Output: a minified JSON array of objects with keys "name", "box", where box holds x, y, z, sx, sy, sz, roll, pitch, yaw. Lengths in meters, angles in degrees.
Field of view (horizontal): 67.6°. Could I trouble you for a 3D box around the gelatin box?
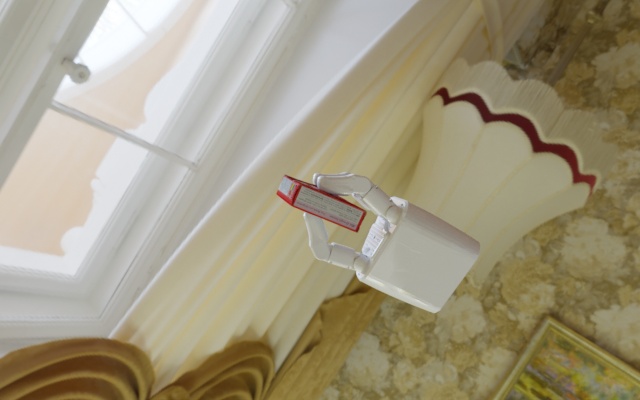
[{"name":"gelatin box","box":[0.000,0.002,0.558,0.089,0.030,0.073,22,4,-21]}]
